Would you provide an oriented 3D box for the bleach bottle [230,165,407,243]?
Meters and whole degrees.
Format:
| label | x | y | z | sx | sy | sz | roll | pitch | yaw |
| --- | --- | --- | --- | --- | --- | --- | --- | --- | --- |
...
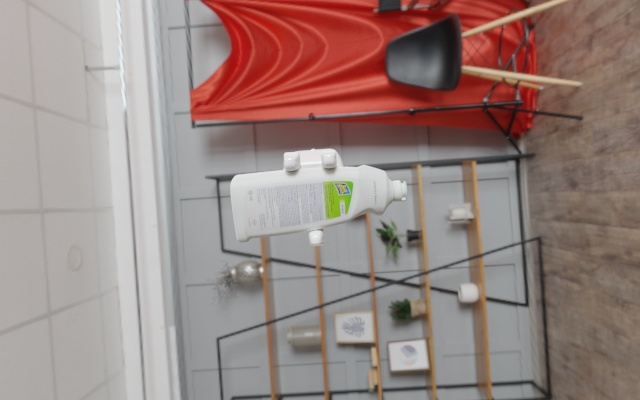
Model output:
| label | x | y | z | sx | sy | sz | roll | pitch | yaw |
| --- | --- | --- | --- | --- | --- | --- | --- | --- | --- |
| bleach bottle | 0.000 | 0.002 | 0.704 | 0.251 | 0.103 | 0.068 | -4 | 19 | 2 |
